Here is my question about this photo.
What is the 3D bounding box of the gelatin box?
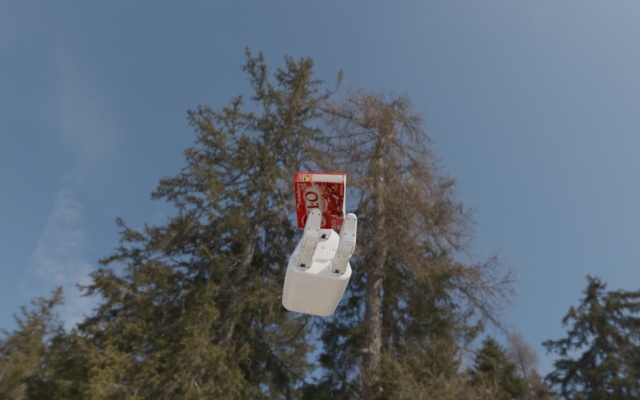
[{"bbox_3d":[0.000,0.002,0.713,0.073,0.089,0.030,2,36,5],"label":"gelatin box"}]
